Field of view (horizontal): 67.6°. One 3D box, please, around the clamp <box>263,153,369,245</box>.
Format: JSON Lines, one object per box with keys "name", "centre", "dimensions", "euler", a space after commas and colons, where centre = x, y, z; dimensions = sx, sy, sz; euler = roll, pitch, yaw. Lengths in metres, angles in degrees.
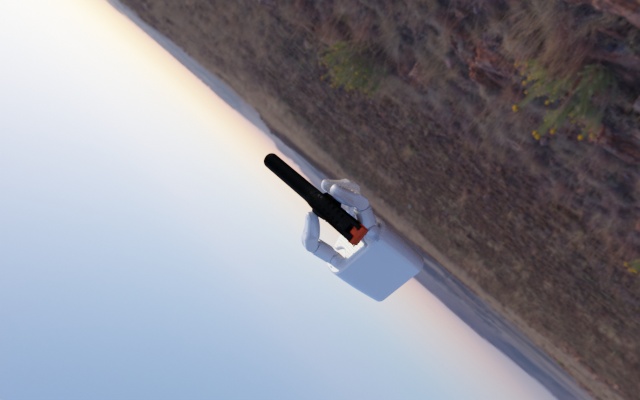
{"name": "clamp", "centre": [0.000, 0.003, 0.694], "dimensions": [0.165, 0.036, 0.210], "euler": [36, 4, -27]}
